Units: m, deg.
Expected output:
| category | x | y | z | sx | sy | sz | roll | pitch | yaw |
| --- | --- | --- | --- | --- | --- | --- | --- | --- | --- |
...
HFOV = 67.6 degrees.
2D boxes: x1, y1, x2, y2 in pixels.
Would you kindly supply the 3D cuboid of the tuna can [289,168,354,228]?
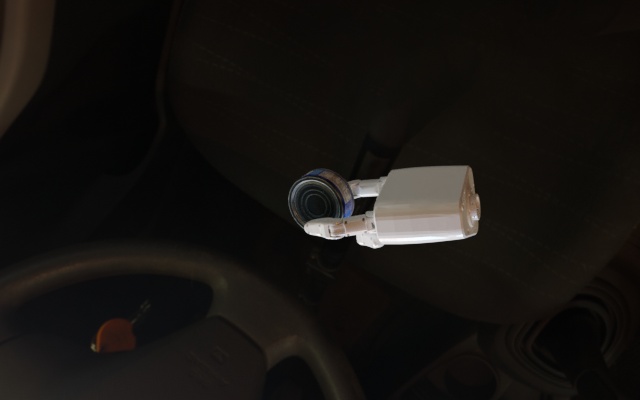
| category | x | y | z | sx | sy | sz | roll | pitch | yaw |
| --- | --- | --- | --- | --- | --- | --- | --- | --- | --- |
| tuna can | 0.000 | 0.002 | 0.645 | 0.086 | 0.086 | 0.033 | 0 | 20 | 29 |
